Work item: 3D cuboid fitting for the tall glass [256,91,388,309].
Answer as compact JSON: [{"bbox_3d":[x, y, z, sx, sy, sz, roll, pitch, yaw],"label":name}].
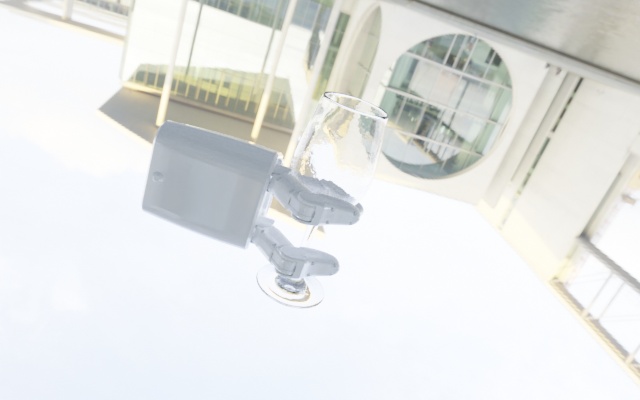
[{"bbox_3d":[0.000,0.002,0.458,0.079,0.201,0.079,17,22,-7],"label":"tall glass"}]
